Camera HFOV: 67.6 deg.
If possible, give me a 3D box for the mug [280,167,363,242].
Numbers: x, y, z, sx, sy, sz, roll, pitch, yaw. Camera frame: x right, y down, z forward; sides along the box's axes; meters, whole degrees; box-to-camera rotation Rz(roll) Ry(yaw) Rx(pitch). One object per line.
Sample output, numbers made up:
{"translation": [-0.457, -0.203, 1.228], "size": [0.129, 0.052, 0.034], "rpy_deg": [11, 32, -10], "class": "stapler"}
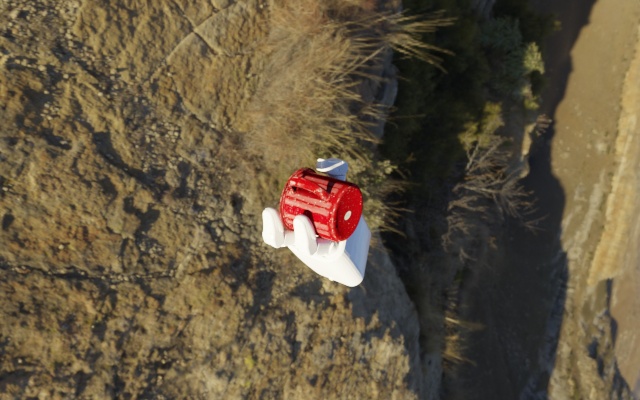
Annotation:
{"translation": [0.000, 0.001, 0.640], "size": [0.081, 0.093, 0.117], "rpy_deg": [16, -21, 32], "class": "mug"}
